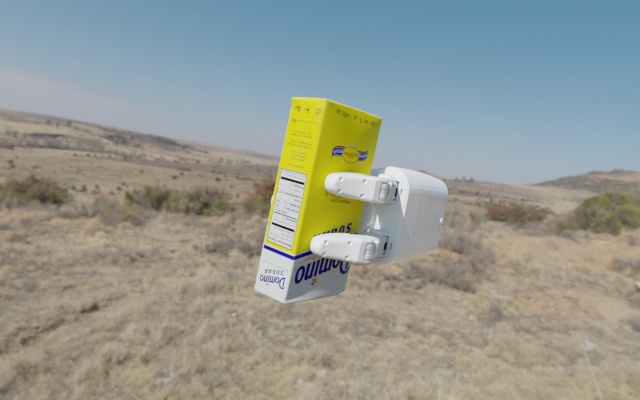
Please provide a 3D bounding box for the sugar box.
[{"bbox_3d":[0.001,0.001,0.437,0.048,0.176,0.093,13,7,38],"label":"sugar box"}]
